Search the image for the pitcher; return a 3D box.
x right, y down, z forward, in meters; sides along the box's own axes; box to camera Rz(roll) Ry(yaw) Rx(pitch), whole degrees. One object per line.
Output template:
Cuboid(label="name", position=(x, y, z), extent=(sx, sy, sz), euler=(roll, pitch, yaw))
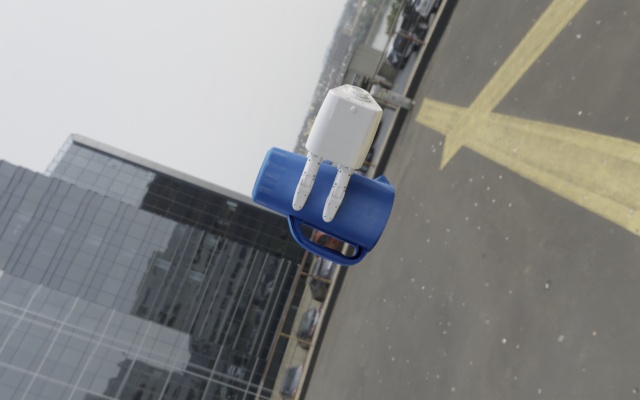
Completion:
Cuboid(label="pitcher", position=(0.000, 0.003, 0.868), extent=(0.243, 0.145, 0.149), euler=(21, 28, -5))
